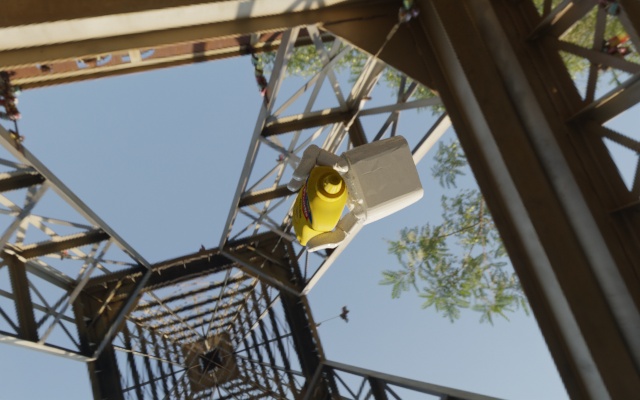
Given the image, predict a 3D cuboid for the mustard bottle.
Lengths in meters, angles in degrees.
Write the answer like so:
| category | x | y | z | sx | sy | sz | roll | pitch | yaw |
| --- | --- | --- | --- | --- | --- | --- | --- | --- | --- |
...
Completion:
| category | x | y | z | sx | sy | sz | roll | pitch | yaw |
| --- | --- | --- | --- | --- | --- | --- | --- | --- | --- |
| mustard bottle | 0.000 | 0.002 | 0.718 | 0.058 | 0.096 | 0.192 | 4 | -19 | -12 |
